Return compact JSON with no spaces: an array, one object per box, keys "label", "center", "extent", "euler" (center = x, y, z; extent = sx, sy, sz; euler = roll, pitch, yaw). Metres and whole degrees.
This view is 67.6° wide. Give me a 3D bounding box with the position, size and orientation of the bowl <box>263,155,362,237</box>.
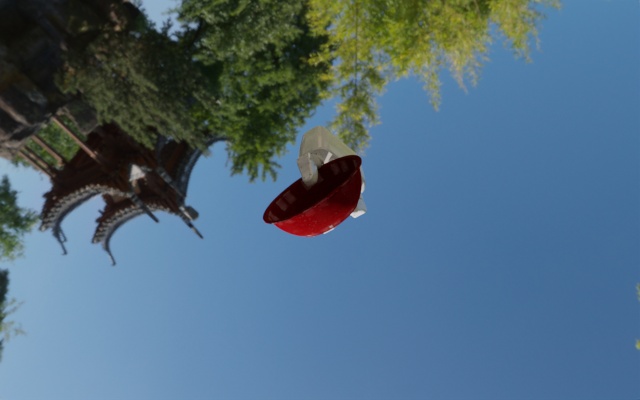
[{"label":"bowl","center":[0.000,0.003,0.674],"extent":[0.162,0.055,0.162],"euler":[-30,17,10]}]
